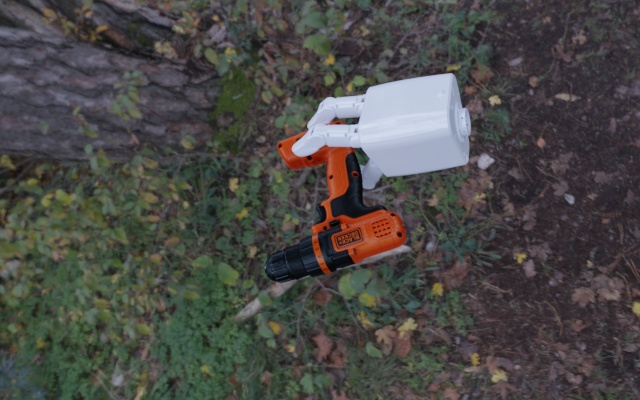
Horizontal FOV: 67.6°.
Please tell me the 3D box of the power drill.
[{"bbox_3d":[0.000,0.002,0.624,0.184,0.187,0.057,-19,-21,8],"label":"power drill"}]
